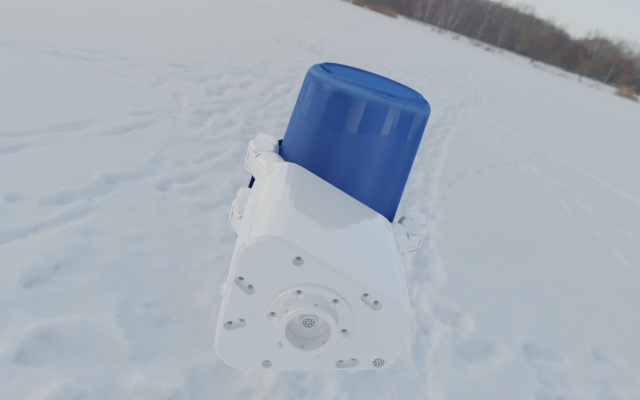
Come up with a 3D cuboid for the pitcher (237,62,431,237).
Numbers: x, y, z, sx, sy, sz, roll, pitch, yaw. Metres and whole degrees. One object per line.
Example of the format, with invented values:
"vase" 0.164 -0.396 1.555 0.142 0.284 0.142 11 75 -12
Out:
"pitcher" 0.000 0.002 0.445 0.149 0.243 0.145 17 23 -4
